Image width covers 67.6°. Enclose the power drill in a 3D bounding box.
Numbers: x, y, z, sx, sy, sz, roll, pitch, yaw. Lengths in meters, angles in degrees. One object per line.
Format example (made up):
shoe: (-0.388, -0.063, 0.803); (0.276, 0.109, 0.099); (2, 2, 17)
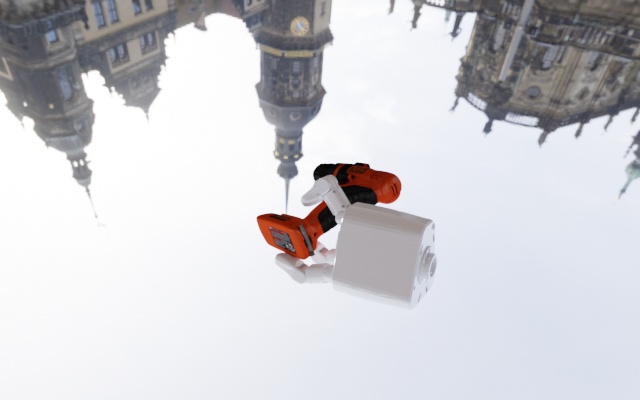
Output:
power drill: (0.000, 0.003, 0.710); (0.187, 0.057, 0.184); (-36, 28, -27)
